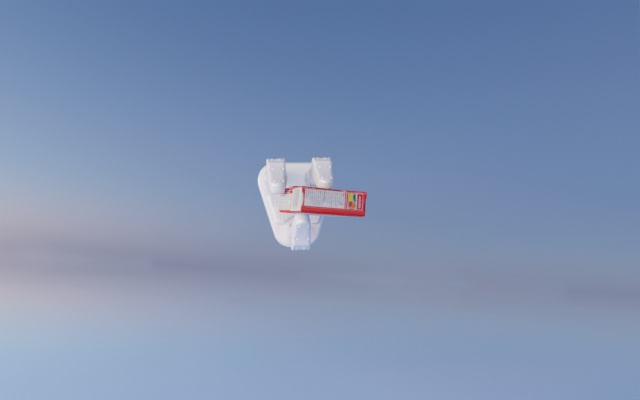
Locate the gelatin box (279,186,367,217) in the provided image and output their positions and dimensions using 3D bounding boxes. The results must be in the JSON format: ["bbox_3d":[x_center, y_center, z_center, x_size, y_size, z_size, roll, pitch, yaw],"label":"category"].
[{"bbox_3d":[0.000,0.002,0.531,0.073,0.030,0.089,5,-3,-19],"label":"gelatin box"}]
